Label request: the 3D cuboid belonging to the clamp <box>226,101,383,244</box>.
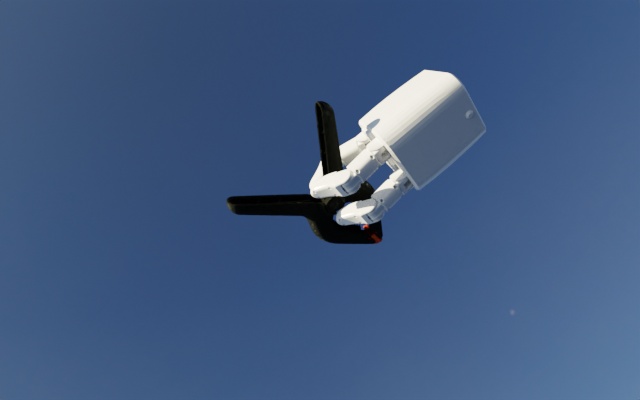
[{"bbox_3d":[0.000,0.002,0.591,0.210,0.164,0.036,46,6,-36],"label":"clamp"}]
